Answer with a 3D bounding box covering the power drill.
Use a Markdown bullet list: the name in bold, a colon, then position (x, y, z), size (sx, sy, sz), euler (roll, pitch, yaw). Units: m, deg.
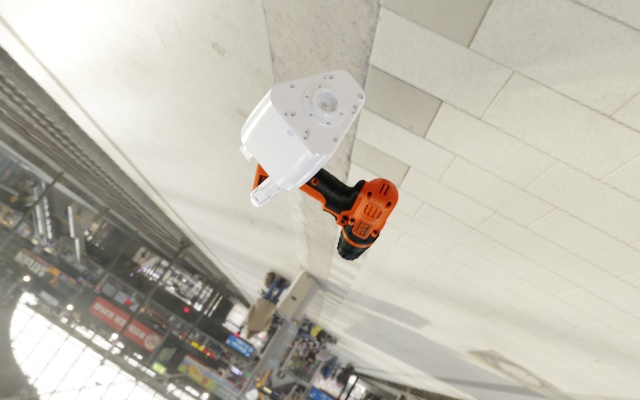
- **power drill**: position (0.000, 0.002, 0.661), size (0.187, 0.057, 0.184), euler (26, -36, 2)
